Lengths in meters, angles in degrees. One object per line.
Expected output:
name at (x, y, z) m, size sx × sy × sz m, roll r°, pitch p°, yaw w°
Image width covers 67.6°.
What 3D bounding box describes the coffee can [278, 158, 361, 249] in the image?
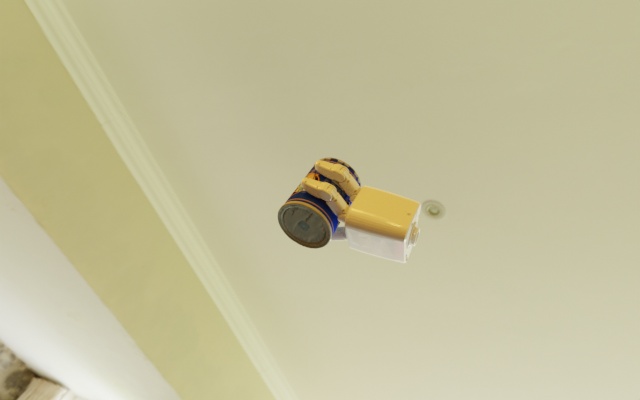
coffee can at (0.000, 0.003, 0.865) m, size 0.103 × 0.103 × 0.140 m, roll 0°, pitch 38°, yaw 32°
